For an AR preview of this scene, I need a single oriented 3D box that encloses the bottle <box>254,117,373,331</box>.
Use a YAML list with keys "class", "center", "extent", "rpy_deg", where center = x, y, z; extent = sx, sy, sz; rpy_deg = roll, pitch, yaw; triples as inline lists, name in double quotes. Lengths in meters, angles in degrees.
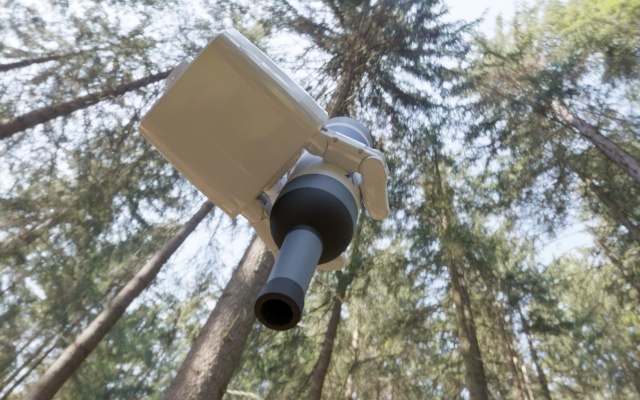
- class: "bottle"
  center: [0.000, 0.001, 0.400]
  extent: [0.069, 0.069, 0.295]
  rpy_deg: [0, 25, 11]
